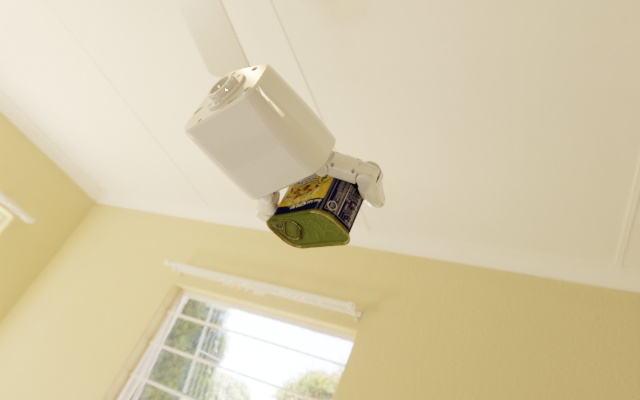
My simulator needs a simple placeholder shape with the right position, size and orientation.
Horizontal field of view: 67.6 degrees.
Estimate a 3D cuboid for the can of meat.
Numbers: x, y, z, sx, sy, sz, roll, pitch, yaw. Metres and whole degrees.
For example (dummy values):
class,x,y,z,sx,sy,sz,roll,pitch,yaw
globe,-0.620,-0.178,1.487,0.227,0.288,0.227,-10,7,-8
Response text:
class,x,y,z,sx,sy,sz,roll,pitch,yaw
can of meat,0.000,0.002,0.531,0.102,0.084,0.057,-11,-46,46
